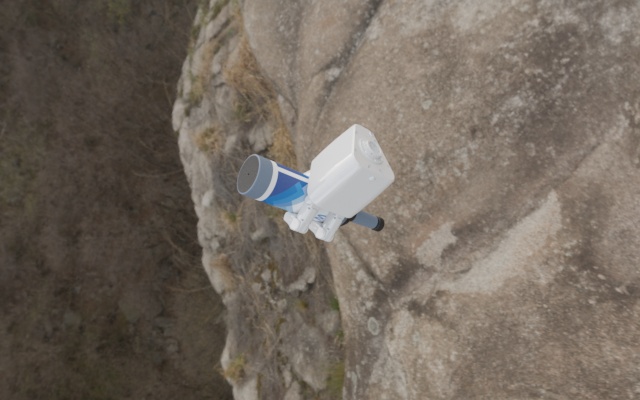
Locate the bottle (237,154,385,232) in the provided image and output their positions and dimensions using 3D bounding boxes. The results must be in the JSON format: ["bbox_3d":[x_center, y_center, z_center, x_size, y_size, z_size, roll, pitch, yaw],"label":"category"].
[{"bbox_3d":[0.000,0.003,0.824,0.296,0.069,0.069,21,-13,-35],"label":"bottle"}]
